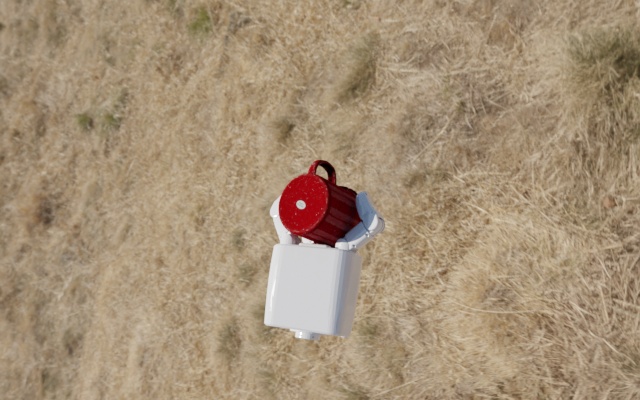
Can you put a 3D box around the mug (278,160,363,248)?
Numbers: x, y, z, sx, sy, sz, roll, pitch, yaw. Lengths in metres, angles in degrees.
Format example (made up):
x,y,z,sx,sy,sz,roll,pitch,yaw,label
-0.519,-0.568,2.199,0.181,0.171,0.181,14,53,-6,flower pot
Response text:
x,y,z,sx,sy,sz,roll,pitch,yaw,label
0.000,0.001,0.634,0.093,0.117,0.081,-3,-17,34,mug
